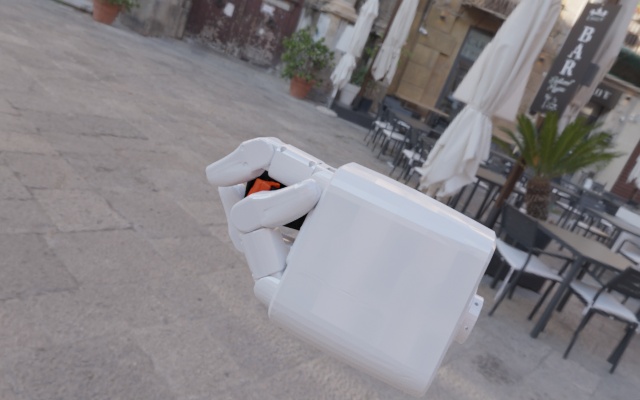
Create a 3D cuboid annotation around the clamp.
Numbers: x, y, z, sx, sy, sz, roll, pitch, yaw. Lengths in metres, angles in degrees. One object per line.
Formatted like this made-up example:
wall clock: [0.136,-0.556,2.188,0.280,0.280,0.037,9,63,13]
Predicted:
clamp: [0.000,0.001,0.403,0.120,0.039,0.171,25,16,14]
